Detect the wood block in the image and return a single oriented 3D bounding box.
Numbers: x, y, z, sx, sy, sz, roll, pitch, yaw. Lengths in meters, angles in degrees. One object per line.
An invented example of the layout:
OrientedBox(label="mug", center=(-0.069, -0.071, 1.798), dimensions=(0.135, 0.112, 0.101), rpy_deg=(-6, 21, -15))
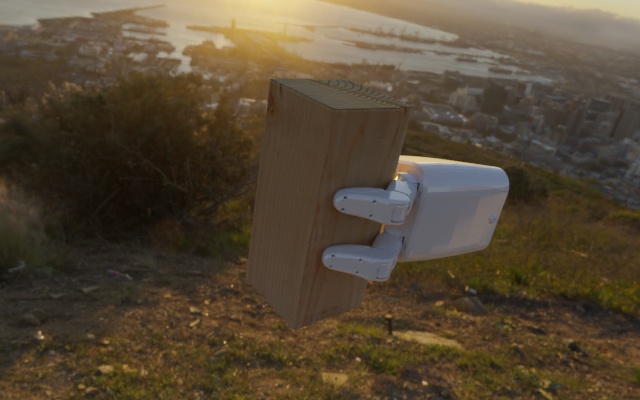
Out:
OrientedBox(label="wood block", center=(0.000, 0.001, 0.442), dimensions=(0.090, 0.206, 0.090), rpy_deg=(-10, 32, -37))
